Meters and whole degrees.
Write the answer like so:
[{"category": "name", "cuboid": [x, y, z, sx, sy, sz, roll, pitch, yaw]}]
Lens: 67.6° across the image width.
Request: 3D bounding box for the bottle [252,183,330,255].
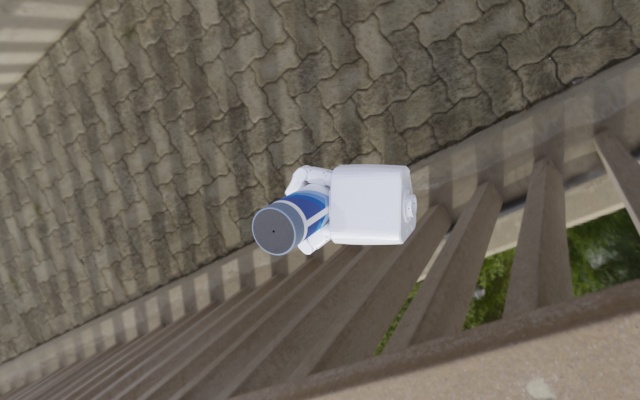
[{"category": "bottle", "cuboid": [0.000, 0.002, 0.748, 0.069, 0.069, 0.295, 0, 15, 26]}]
